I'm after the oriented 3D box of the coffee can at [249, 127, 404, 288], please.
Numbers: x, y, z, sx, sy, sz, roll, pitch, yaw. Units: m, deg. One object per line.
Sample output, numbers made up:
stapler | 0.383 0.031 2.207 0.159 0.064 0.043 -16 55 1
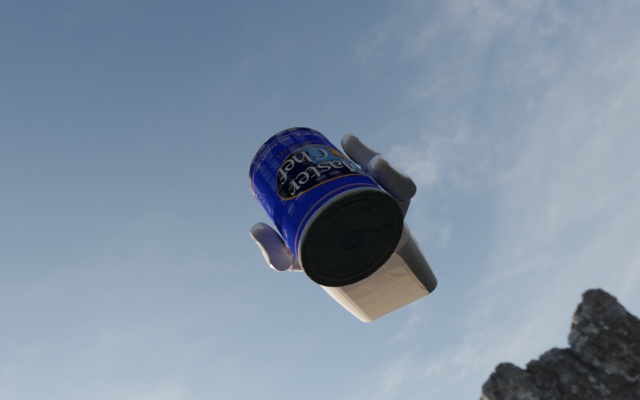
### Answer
coffee can | 0.000 0.002 0.469 0.103 0.103 0.140 0 30 -29
